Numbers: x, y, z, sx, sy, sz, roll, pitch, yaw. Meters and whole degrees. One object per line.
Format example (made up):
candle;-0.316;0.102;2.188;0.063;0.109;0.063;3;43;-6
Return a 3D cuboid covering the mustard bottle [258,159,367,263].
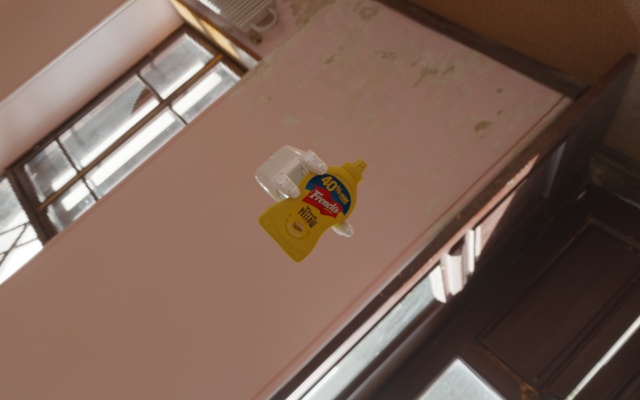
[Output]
mustard bottle;0.000;0.003;0.761;0.191;0.096;0.058;-42;9;-7
